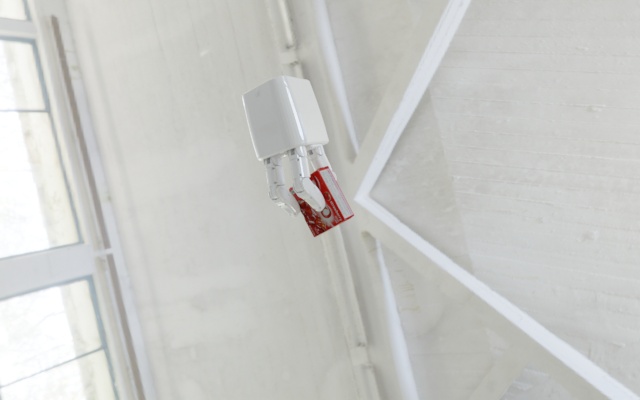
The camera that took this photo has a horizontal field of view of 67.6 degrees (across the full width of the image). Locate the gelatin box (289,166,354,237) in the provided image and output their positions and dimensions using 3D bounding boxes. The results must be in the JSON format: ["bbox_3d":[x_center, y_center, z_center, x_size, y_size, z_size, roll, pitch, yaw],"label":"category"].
[{"bbox_3d":[0.001,0.003,0.737,0.073,0.089,0.030,-32,-5,40],"label":"gelatin box"}]
